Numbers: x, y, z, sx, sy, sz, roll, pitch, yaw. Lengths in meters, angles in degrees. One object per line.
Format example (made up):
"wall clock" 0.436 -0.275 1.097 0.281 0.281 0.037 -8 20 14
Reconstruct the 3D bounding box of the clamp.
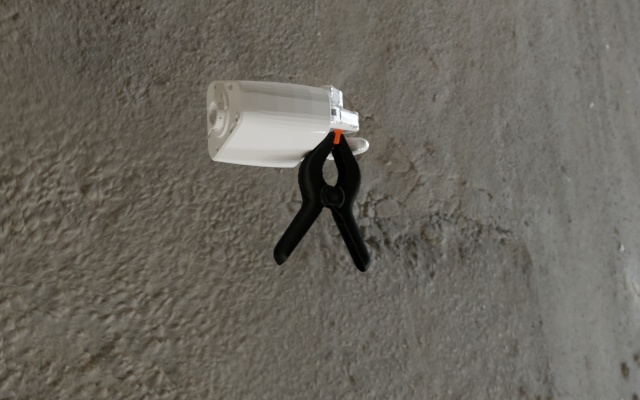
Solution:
"clamp" 0.000 0.002 0.558 0.120 0.171 0.039 0 -8 -31
